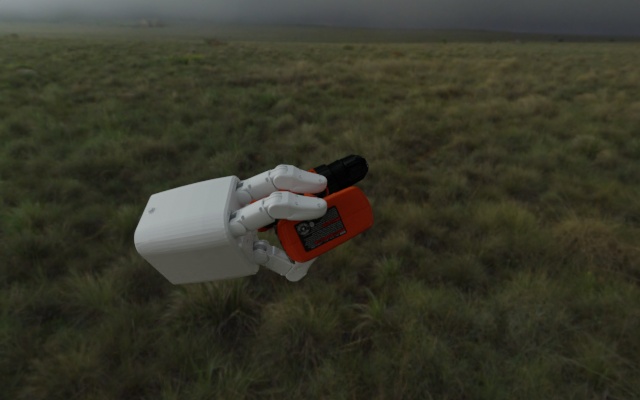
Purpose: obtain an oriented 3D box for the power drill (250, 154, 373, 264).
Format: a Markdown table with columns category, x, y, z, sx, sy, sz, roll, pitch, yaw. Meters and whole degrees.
| category | x | y | z | sx | sy | sz | roll | pitch | yaw |
| --- | --- | --- | --- | --- | --- | --- | --- | --- | --- |
| power drill | 0.000 | 0.002 | 0.600 | 0.184 | 0.057 | 0.187 | -28 | 16 | -6 |
